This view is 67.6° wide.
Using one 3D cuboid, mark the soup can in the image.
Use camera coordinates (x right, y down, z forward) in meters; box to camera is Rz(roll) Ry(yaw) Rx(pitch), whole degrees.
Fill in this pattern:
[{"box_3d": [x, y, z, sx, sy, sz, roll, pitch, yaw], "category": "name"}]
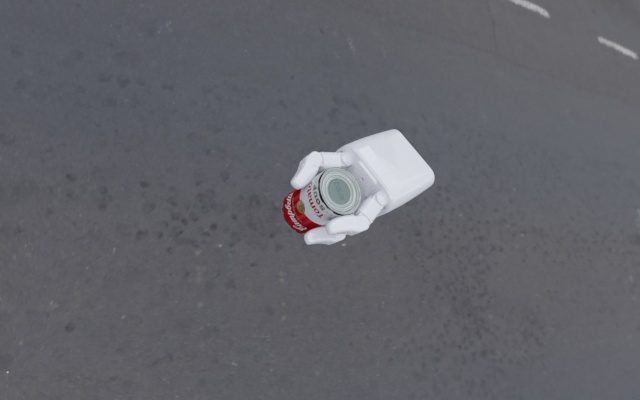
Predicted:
[{"box_3d": [0.000, 0.002, 0.652, 0.068, 0.068, 0.102, 0, -17, -33], "category": "soup can"}]
